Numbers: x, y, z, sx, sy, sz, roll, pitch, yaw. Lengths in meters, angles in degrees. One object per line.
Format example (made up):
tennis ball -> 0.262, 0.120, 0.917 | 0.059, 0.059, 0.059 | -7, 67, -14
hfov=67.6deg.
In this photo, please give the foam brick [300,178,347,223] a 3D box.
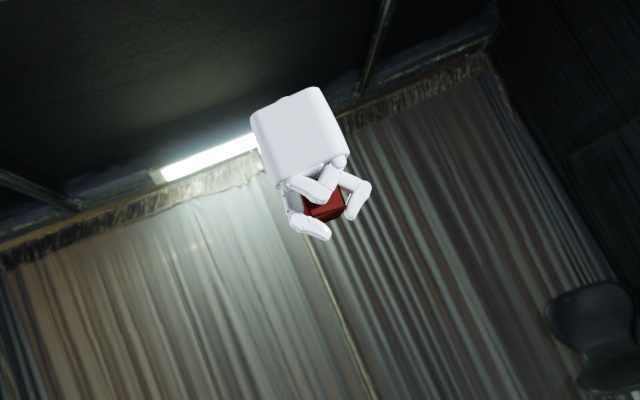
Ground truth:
foam brick -> 0.000, 0.002, 0.685 | 0.053, 0.051, 0.078 | -19, -11, -12
